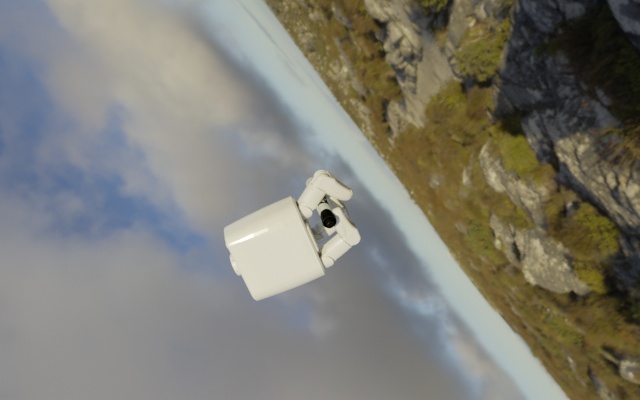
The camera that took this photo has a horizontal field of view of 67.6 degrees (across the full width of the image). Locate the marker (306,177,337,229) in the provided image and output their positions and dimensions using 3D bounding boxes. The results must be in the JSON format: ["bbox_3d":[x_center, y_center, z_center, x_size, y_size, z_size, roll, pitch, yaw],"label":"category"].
[{"bbox_3d":[0.000,0.002,0.655,0.020,0.020,0.121,0,29,-14],"label":"marker"}]
